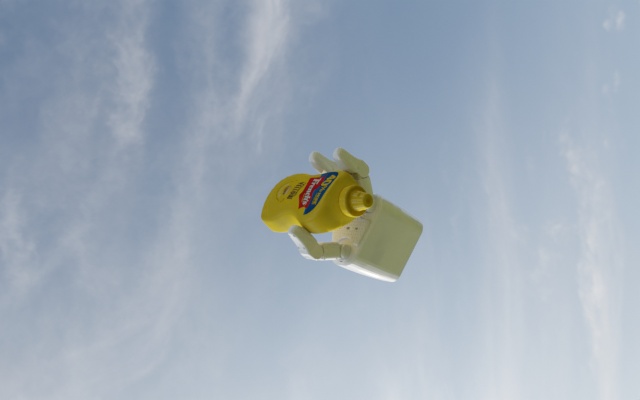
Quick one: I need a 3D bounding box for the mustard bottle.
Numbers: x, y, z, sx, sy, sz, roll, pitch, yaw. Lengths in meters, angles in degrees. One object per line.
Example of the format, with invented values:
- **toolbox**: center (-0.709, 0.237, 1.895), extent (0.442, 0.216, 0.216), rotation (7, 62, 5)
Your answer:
- **mustard bottle**: center (0.000, 0.002, 0.660), extent (0.191, 0.096, 0.058), rotation (-1, -44, 51)
